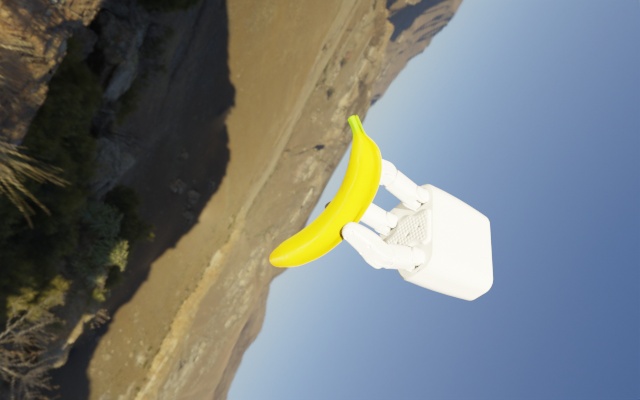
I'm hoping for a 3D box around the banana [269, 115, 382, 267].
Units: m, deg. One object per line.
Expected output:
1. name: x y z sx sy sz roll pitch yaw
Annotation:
1. banana: 0.013 0.009 0.522 0.037 0.198 0.069 11 25 -51
